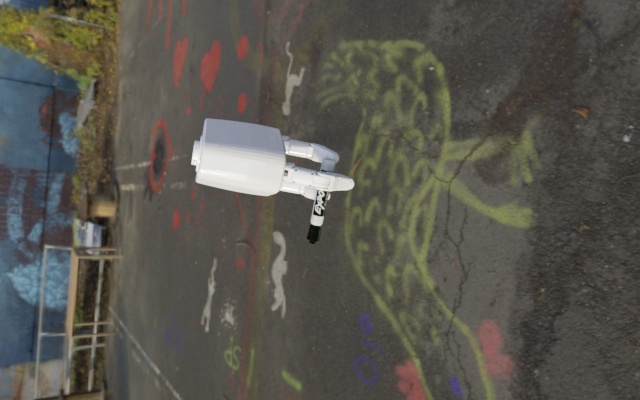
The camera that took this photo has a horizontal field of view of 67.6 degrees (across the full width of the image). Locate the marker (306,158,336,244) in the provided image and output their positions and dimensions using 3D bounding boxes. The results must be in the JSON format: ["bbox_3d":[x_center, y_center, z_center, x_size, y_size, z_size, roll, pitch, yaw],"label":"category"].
[{"bbox_3d":[0.000,0.002,0.661,0.020,0.121,0.020,11,11,-2],"label":"marker"}]
